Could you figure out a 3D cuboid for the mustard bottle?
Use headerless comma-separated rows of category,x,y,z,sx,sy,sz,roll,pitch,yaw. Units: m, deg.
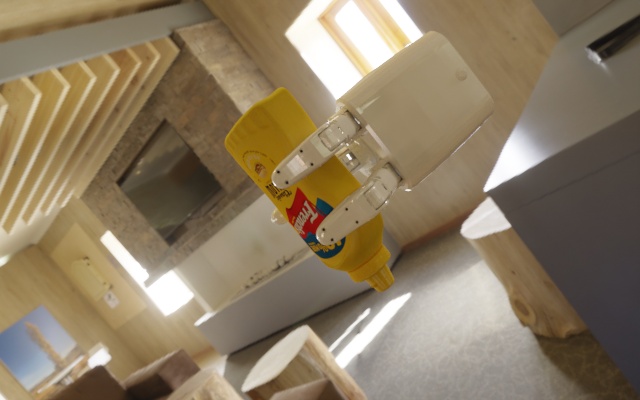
mustard bottle,0.000,0.001,0.418,0.058,0.191,0.096,-42,6,-32
